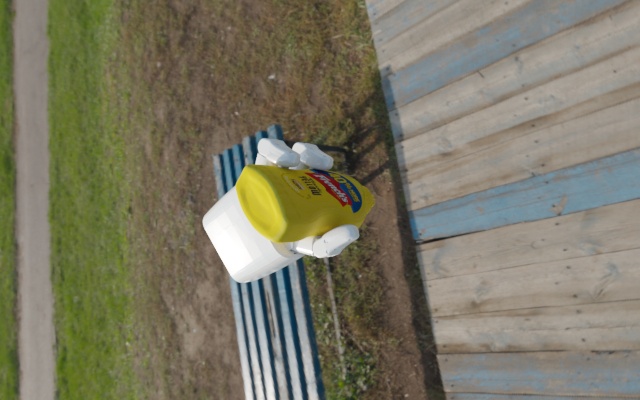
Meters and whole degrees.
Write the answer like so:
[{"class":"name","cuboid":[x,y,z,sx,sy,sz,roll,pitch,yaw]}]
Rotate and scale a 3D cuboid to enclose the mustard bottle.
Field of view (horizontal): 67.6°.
[{"class":"mustard bottle","cuboid":[0.000,0.002,0.567,0.191,0.058,0.096,0,40,-46]}]
